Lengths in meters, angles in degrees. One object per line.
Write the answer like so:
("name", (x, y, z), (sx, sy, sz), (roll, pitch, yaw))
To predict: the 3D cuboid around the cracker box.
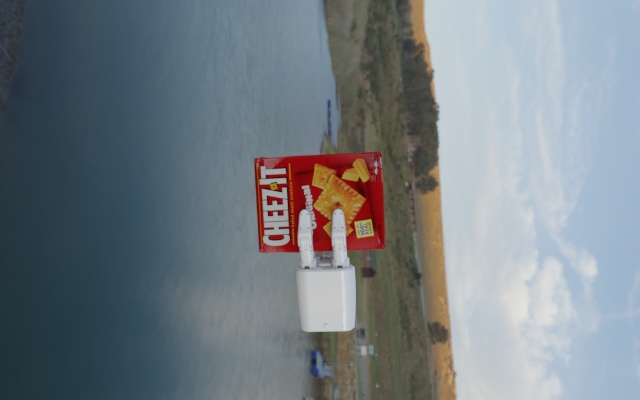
("cracker box", (0.000, 0.003, 0.814), (0.214, 0.164, 0.072), (-2, 4, 5))
